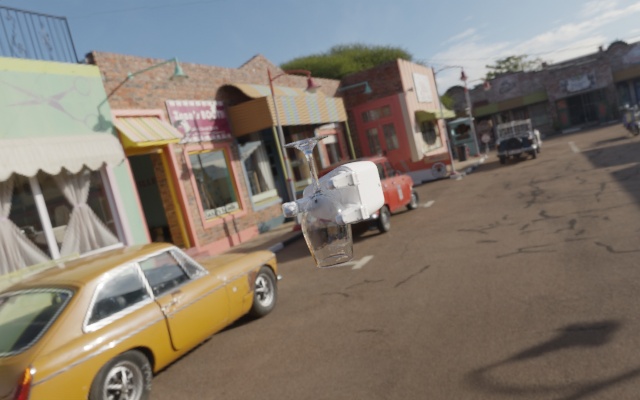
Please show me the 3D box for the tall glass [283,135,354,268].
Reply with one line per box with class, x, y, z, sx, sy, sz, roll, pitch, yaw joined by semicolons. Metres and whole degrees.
tall glass;0.000;0.002;0.760;0.079;0.201;0.079;-14;5;1
